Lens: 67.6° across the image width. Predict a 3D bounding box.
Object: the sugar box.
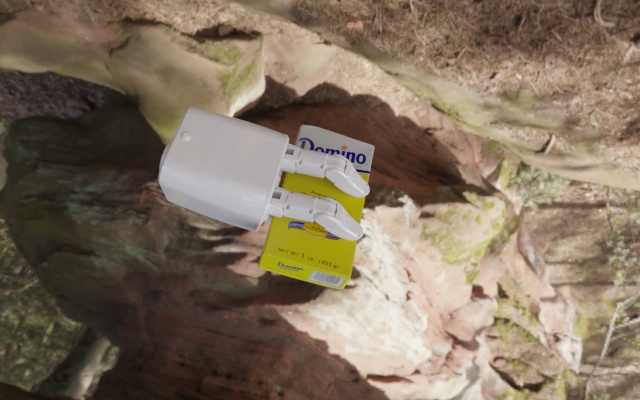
[{"bbox_3d":[0.000,0.002,0.526,0.093,0.176,0.048,17,-31,-6],"label":"sugar box"}]
